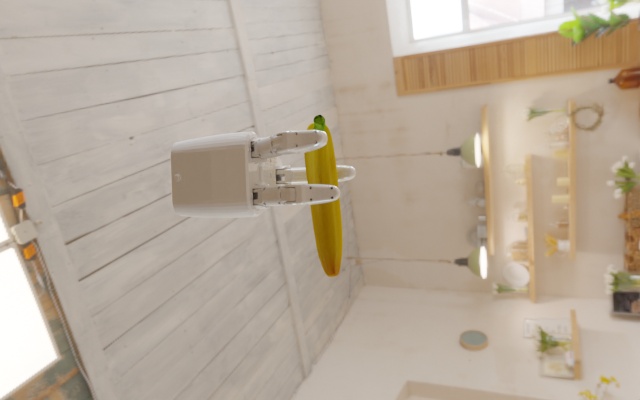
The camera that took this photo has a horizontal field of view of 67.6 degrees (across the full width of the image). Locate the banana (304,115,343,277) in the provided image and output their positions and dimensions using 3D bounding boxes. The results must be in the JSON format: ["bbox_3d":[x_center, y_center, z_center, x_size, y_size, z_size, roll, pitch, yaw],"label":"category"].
[{"bbox_3d":[0.002,-0.008,0.569,0.037,0.198,0.069,-4,21,10],"label":"banana"}]
